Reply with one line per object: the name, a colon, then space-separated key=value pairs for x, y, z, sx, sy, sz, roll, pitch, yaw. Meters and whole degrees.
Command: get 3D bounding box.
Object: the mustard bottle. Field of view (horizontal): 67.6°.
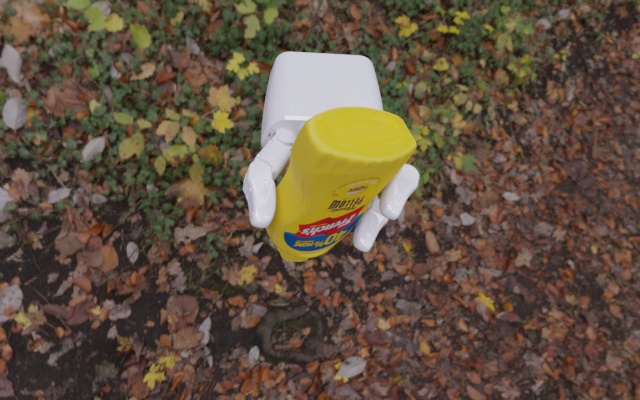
mustard bottle: x=0.000 y=0.002 z=0.431 sx=0.096 sy=0.058 sz=0.192 roll=-9 pitch=-30 yaw=-31
